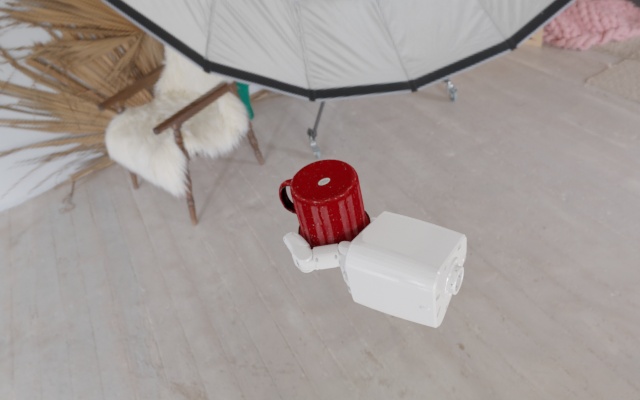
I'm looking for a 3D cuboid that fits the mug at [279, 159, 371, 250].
[{"bbox_3d":[-0.001,0.001,0.584,0.117,0.082,0.093,15,49,29],"label":"mug"}]
